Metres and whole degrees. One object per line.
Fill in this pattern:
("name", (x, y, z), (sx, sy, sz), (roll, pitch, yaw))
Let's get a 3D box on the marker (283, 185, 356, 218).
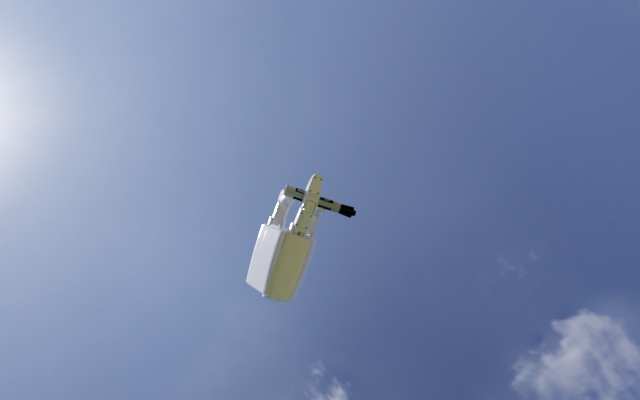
("marker", (0.000, 0.002, 0.763), (0.121, 0.020, 0.020), (19, -4, -11))
